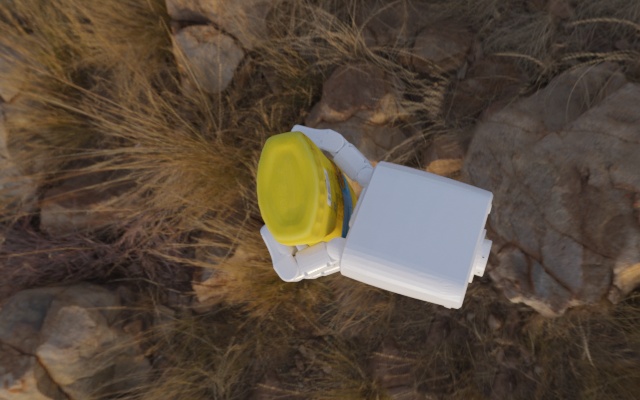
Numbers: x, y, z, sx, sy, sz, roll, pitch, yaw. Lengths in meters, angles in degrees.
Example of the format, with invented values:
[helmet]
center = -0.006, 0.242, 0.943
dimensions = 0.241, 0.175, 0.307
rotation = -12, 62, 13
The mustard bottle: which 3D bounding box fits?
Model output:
[mustard bottle]
center = 0.000, 0.002, 0.485
dimensions = 0.058, 0.096, 0.192
rotation = -11, -12, 16
